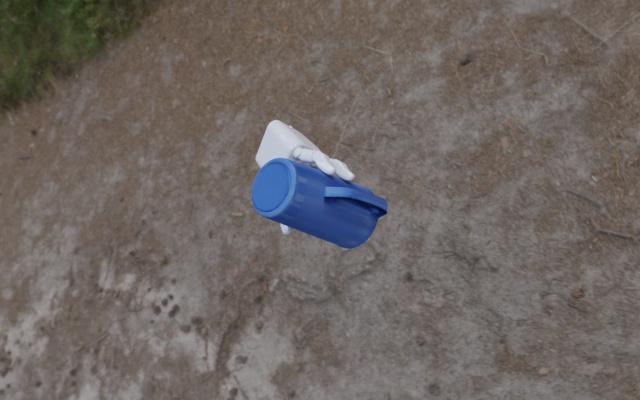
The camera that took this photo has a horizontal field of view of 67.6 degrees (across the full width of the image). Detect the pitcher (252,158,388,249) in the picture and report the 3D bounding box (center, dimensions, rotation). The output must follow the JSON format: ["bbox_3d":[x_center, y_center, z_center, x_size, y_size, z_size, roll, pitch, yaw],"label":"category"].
[{"bbox_3d":[0.000,0.003,0.891,0.243,0.149,0.145,21,22,-47],"label":"pitcher"}]
